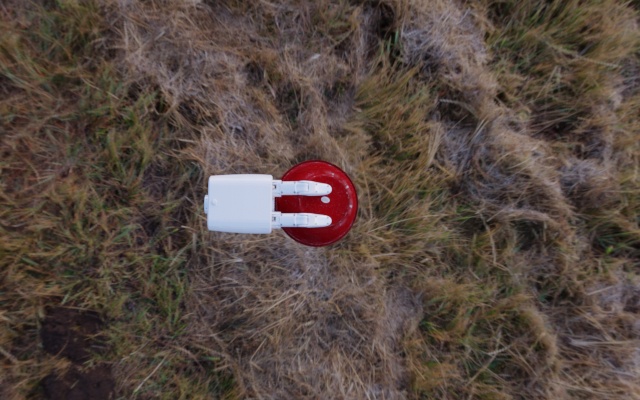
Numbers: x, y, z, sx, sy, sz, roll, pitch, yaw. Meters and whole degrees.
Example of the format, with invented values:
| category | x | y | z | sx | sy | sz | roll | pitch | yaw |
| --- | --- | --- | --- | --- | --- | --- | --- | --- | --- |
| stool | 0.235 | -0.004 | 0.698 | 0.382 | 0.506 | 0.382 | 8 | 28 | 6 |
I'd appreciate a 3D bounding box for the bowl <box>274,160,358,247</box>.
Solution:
| category | x | y | z | sx | sy | sz | roll | pitch | yaw |
| --- | --- | --- | --- | --- | --- | --- | --- | --- | --- |
| bowl | 0.002 | 0.002 | 0.855 | 0.162 | 0.162 | 0.055 | 0 | -5 | -15 |
